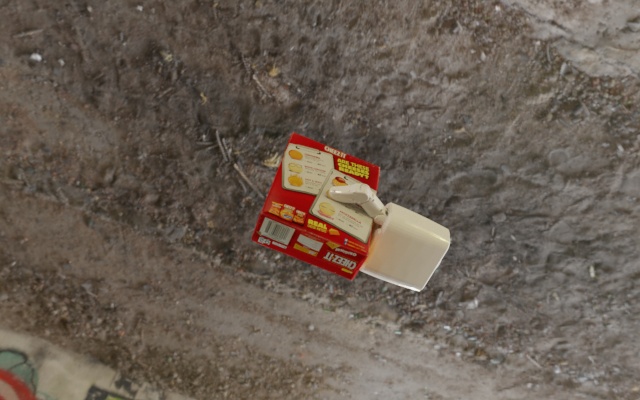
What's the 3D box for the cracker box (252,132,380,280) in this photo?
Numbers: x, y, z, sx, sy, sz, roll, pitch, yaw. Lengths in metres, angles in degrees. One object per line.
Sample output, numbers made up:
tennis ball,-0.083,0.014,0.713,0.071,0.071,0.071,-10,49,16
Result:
cracker box,0.000,0.002,0.754,0.164,0.072,0.213,22,40,-6
